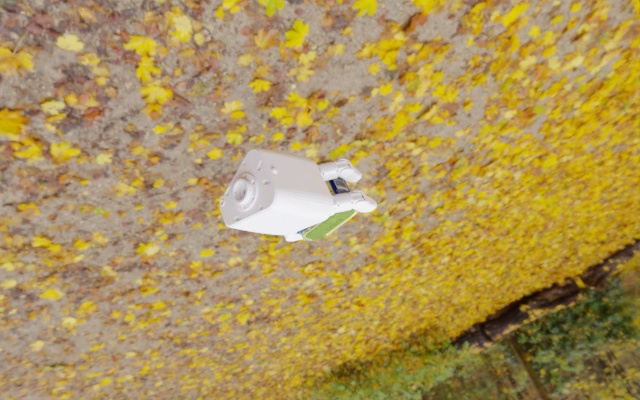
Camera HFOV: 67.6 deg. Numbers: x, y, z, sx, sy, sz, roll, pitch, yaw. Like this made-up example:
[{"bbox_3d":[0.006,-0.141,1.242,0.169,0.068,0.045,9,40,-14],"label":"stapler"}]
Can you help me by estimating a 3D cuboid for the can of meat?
[{"bbox_3d":[0.000,0.003,0.738,0.102,0.084,0.057,-39,-31,26],"label":"can of meat"}]
